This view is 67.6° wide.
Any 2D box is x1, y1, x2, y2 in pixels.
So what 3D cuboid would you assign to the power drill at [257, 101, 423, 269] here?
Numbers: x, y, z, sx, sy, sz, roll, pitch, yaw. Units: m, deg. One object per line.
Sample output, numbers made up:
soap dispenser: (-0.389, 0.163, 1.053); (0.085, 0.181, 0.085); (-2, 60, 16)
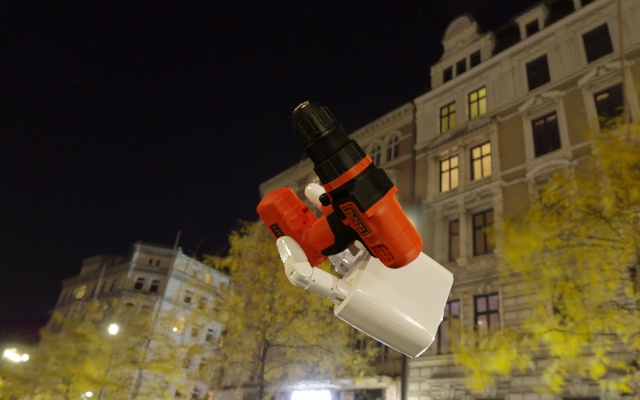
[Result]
power drill: (0.000, 0.002, 0.514); (0.057, 0.184, 0.188); (-38, 6, -31)
